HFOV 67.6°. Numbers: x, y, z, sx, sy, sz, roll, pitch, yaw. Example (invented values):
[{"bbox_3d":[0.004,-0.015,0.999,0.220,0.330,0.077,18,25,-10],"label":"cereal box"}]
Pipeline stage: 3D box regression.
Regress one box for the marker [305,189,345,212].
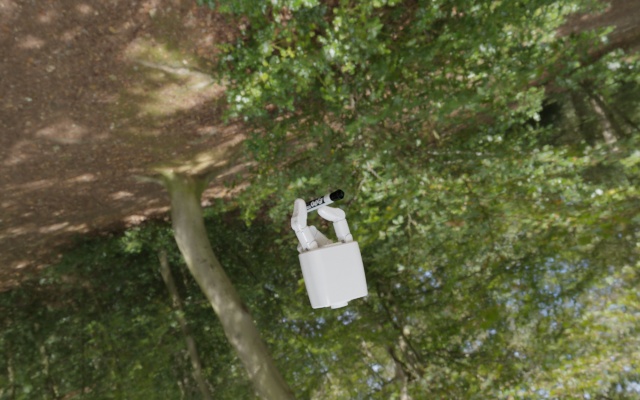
[{"bbox_3d":[0.000,0.003,0.889,0.020,0.020,0.121,0,-15,-43],"label":"marker"}]
